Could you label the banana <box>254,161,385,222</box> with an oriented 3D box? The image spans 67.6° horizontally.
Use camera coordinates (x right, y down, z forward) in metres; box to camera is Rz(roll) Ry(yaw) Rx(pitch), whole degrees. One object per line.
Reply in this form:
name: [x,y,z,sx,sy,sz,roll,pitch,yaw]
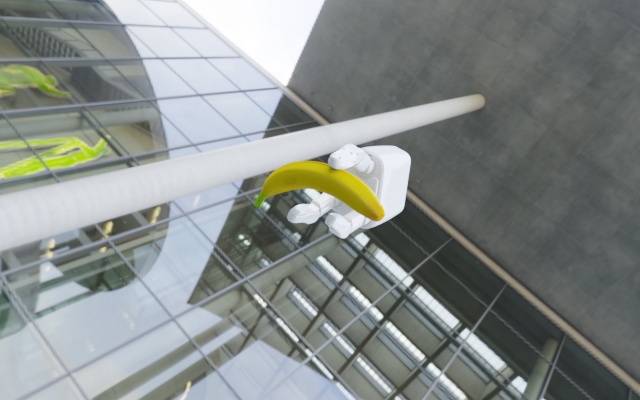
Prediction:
banana: [-0.002,-0.017,0.630,0.198,0.069,0.037,6,8,32]
